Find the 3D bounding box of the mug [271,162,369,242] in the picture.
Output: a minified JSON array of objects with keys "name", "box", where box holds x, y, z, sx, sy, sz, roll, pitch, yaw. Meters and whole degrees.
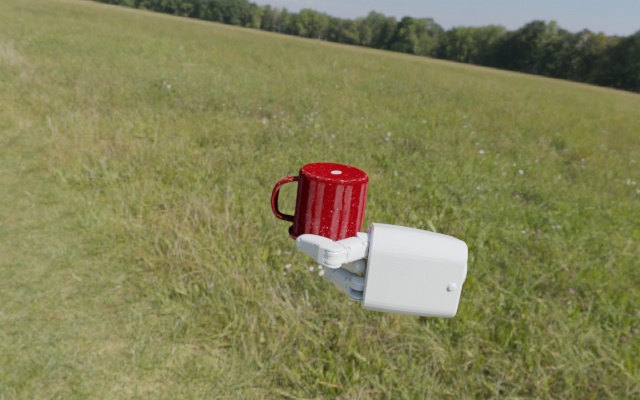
[{"name":"mug","box":[-0.001,0.001,0.562,0.117,0.081,0.093,8,18,3]}]
